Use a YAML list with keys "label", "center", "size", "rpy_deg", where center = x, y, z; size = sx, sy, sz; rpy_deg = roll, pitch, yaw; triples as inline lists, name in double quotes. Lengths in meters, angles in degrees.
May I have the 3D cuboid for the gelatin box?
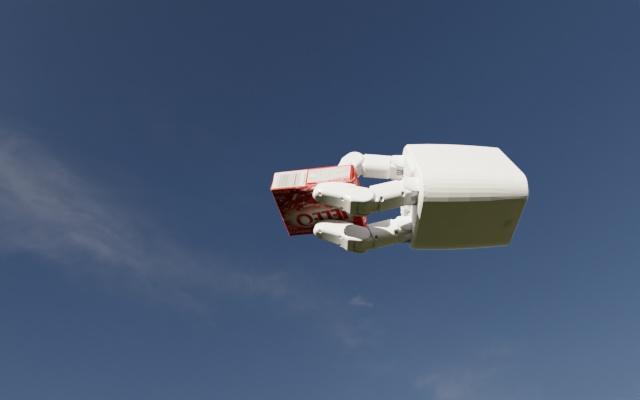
- label: "gelatin box"
  center: [0.000, 0.001, 0.510]
  size: [0.089, 0.073, 0.030]
  rpy_deg: [-5, 44, 14]
